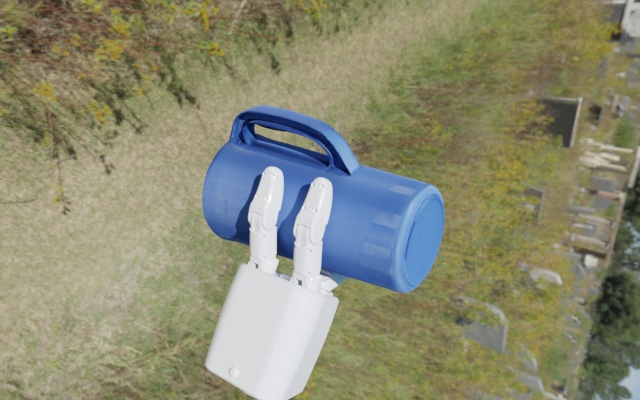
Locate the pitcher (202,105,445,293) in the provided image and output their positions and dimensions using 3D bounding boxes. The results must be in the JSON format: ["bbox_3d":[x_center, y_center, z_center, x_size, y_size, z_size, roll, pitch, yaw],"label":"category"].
[{"bbox_3d":[0.000,0.002,0.509,0.243,0.145,0.149,16,-11,32],"label":"pitcher"}]
